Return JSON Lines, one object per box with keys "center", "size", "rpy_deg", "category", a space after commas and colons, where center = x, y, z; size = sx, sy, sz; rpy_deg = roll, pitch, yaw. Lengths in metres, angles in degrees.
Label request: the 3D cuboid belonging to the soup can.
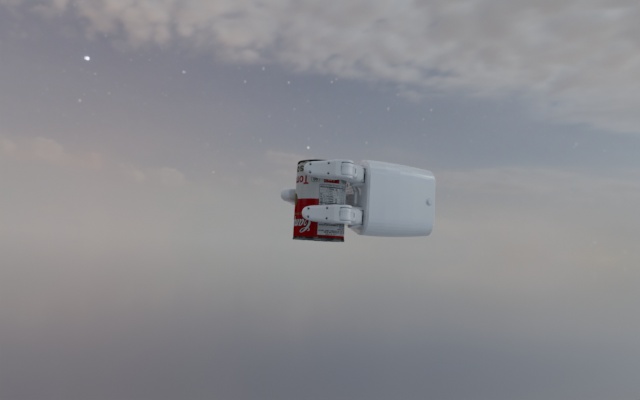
{"center": [0.000, 0.002, 0.624], "size": [0.068, 0.102, 0.068], "rpy_deg": [3, -5, 0], "category": "soup can"}
